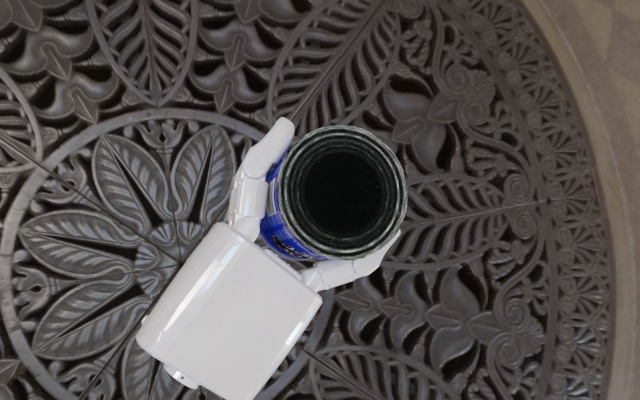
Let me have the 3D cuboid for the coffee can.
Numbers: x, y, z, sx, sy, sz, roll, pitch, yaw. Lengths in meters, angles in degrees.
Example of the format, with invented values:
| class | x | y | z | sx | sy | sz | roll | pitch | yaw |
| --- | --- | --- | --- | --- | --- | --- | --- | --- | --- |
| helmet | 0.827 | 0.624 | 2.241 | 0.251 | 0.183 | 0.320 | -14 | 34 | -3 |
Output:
| class | x | y | z | sx | sy | sz | roll | pitch | yaw |
| --- | --- | --- | --- | --- | --- | --- | --- | --- | --- |
| coffee can | 0.000 | 0.001 | 0.421 | 0.103 | 0.103 | 0.140 | 0 | -7 | -15 |
